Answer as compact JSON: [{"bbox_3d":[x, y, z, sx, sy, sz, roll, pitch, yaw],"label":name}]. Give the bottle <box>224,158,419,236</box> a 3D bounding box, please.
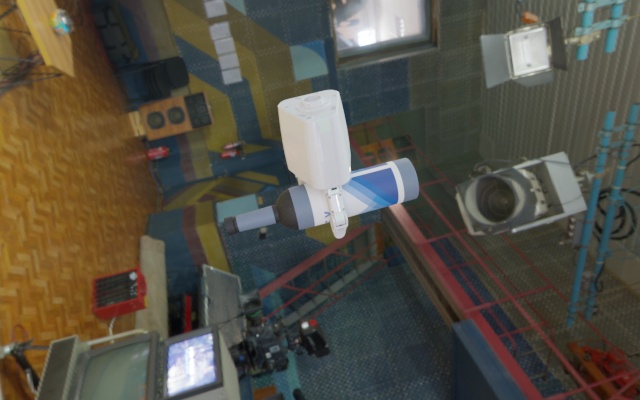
[{"bbox_3d":[0.000,0.002,0.731,0.295,0.069,0.069,-15,2,-7],"label":"bottle"}]
